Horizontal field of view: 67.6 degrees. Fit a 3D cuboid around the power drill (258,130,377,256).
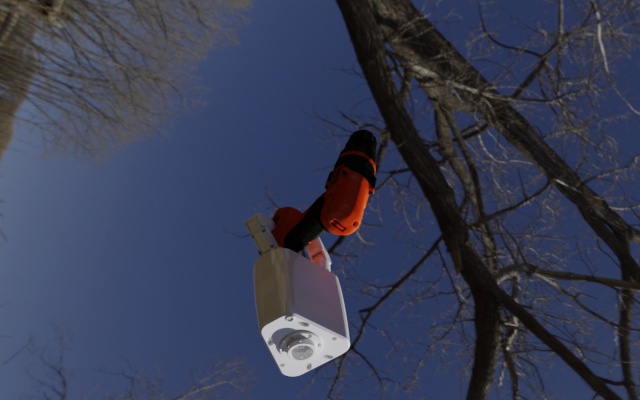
[{"bbox_3d":[0.000,0.003,0.642,0.057,0.184,0.188,37,-49,-14],"label":"power drill"}]
